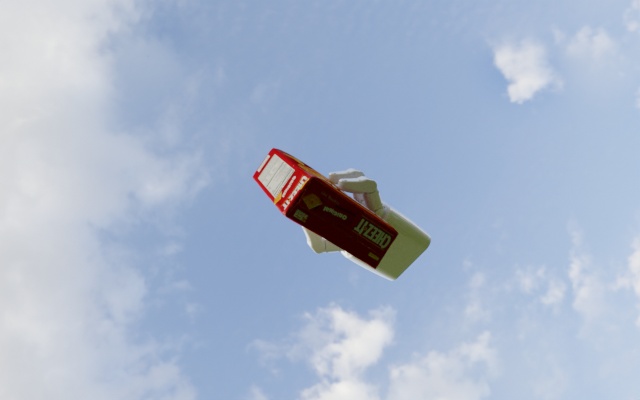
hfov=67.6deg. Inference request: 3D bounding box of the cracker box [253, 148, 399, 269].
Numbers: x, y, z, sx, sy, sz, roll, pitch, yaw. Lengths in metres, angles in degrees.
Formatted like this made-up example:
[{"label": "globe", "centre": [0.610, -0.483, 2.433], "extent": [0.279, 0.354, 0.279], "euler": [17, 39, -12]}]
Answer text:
[{"label": "cracker box", "centre": [0.000, 0.002, 0.731], "extent": [0.164, 0.072, 0.213], "euler": [32, 3, -25]}]
